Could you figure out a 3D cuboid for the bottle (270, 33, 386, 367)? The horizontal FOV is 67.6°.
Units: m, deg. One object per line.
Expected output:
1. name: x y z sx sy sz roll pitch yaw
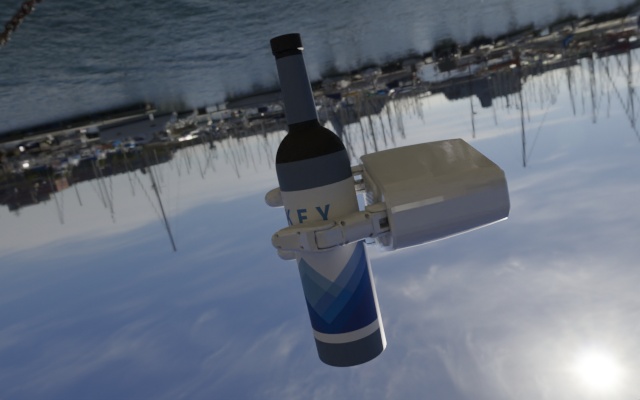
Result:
1. bottle: 0.000 0.002 0.435 0.069 0.296 0.069 -12 10 2
